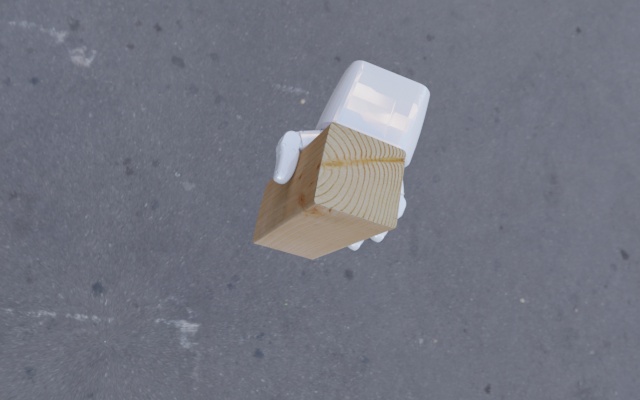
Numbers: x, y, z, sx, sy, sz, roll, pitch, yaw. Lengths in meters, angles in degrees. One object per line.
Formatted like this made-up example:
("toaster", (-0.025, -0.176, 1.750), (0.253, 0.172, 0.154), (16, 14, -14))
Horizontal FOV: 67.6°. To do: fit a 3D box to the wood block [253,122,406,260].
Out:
("wood block", (0.000, 0.001, 0.554), (0.091, 0.090, 0.206), (19, -22, -18))
